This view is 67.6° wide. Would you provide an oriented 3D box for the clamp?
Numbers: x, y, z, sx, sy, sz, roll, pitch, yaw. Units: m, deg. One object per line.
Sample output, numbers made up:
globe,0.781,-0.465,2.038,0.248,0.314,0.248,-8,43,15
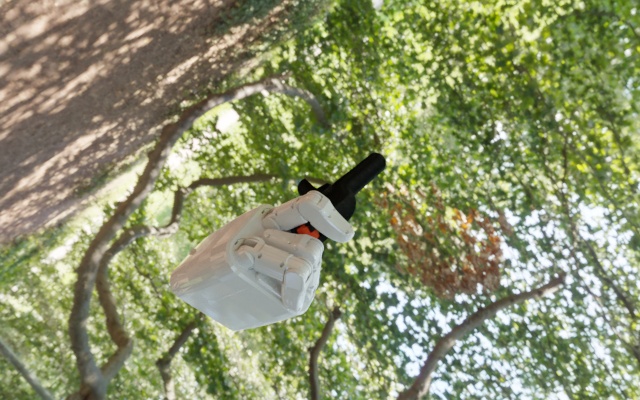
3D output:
clamp,0.000,0.002,0.545,0.120,0.039,0.171,-22,16,35
